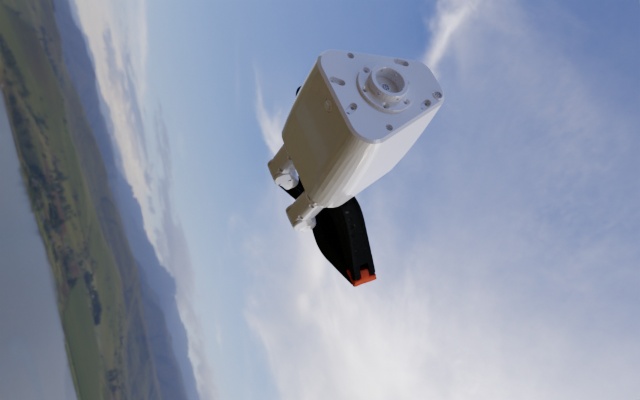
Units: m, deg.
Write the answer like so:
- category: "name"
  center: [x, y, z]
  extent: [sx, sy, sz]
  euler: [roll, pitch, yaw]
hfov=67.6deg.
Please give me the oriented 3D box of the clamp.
- category: "clamp"
  center: [0.001, 0.002, 0.535]
  extent: [0.036, 0.210, 0.165]
  euler: [-15, -20, -24]
